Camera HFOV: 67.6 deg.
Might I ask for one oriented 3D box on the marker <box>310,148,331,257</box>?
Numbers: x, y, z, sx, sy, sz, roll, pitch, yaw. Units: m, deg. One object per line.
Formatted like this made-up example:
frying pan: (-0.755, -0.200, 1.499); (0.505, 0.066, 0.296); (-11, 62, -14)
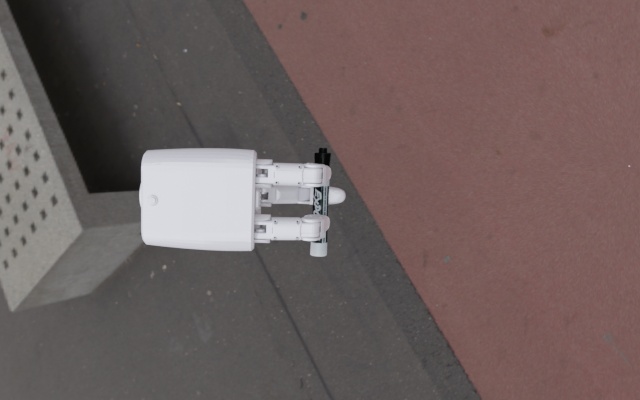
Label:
marker: (0.000, 0.002, 0.535); (0.020, 0.121, 0.020); (2, 6, 0)
